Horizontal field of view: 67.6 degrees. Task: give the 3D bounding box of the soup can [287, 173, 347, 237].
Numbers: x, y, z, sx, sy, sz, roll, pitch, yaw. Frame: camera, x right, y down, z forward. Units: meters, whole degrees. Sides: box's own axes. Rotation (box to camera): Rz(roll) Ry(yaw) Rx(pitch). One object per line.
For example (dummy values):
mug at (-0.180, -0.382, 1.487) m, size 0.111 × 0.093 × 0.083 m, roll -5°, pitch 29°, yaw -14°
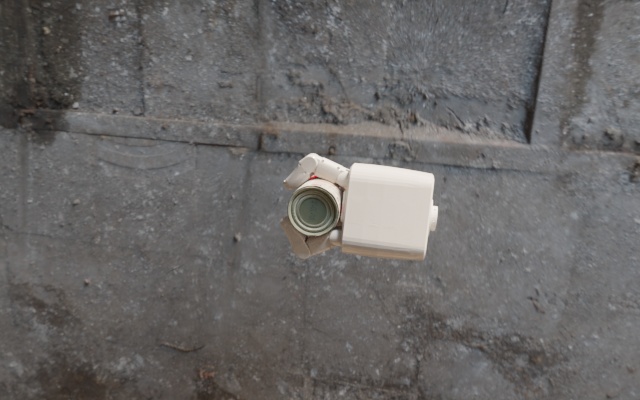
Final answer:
soup can at (0.000, 0.002, 0.636) m, size 0.068 × 0.068 × 0.102 m, roll 0°, pitch 14°, yaw 12°
